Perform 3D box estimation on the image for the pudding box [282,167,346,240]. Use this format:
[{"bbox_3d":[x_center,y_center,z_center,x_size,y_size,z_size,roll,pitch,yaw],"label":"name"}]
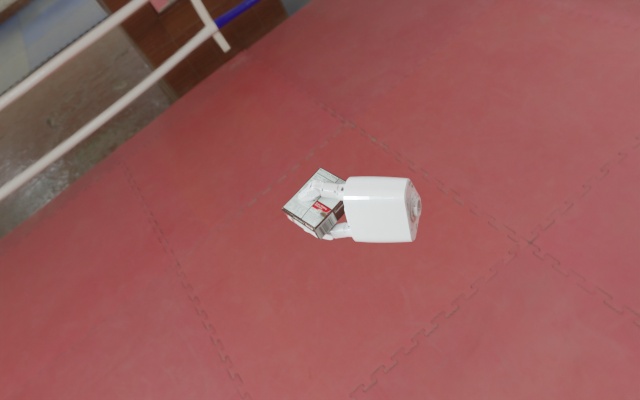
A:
[{"bbox_3d":[0.000,0.003,0.866,0.090,0.113,0.039,31,-22,36],"label":"pudding box"}]
